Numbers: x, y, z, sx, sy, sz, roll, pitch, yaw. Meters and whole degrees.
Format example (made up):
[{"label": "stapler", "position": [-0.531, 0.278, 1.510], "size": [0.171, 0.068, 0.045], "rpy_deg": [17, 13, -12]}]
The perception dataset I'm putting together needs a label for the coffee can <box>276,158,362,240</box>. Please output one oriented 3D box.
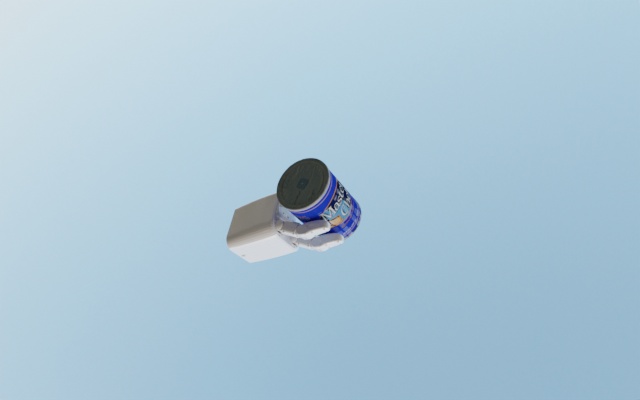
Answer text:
[{"label": "coffee can", "position": [0.000, 0.003, 0.863], "size": [0.103, 0.102, 0.140], "rpy_deg": [0, -28, 31]}]
